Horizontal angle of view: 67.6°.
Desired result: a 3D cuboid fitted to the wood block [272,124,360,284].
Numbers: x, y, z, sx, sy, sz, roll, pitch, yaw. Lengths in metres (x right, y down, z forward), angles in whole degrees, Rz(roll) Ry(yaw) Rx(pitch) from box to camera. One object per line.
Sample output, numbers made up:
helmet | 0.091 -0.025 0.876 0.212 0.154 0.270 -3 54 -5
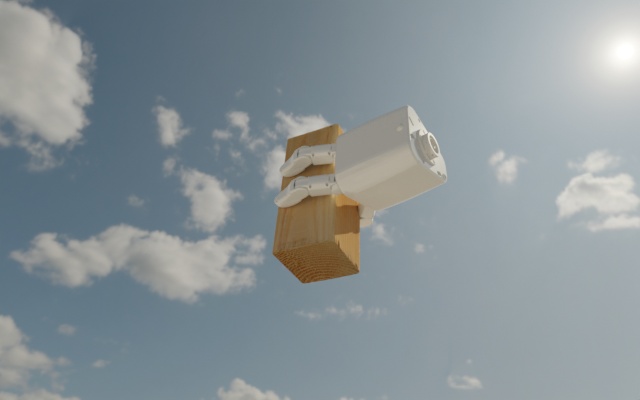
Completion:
wood block | 0.001 0.002 0.687 0.090 0.206 0.091 -15 -42 22
